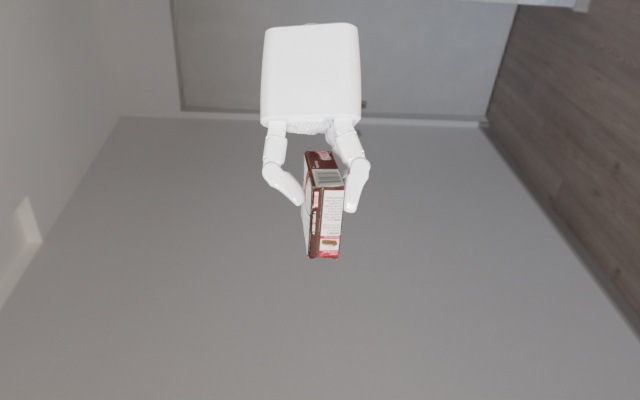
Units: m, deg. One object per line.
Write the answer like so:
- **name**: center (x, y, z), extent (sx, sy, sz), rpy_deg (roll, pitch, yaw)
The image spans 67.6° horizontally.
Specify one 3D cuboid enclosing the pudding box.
- **pudding box**: center (0.000, 0.002, 0.553), extent (0.039, 0.090, 0.113), rpy_deg (1, 25, -6)
